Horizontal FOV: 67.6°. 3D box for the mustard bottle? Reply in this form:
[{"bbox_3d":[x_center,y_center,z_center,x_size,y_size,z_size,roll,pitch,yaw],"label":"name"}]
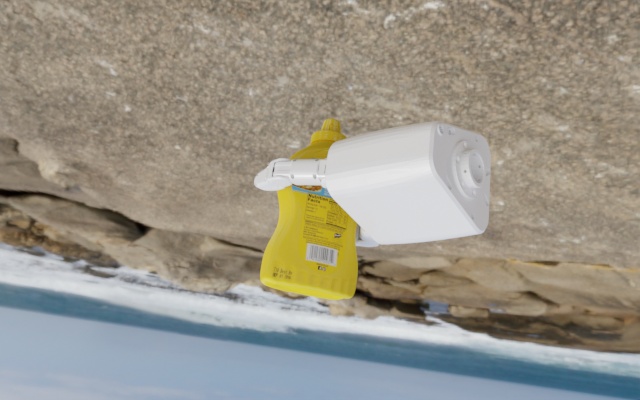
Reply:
[{"bbox_3d":[0.000,0.002,0.502,0.096,0.191,0.058,15,-19,-19],"label":"mustard bottle"}]
